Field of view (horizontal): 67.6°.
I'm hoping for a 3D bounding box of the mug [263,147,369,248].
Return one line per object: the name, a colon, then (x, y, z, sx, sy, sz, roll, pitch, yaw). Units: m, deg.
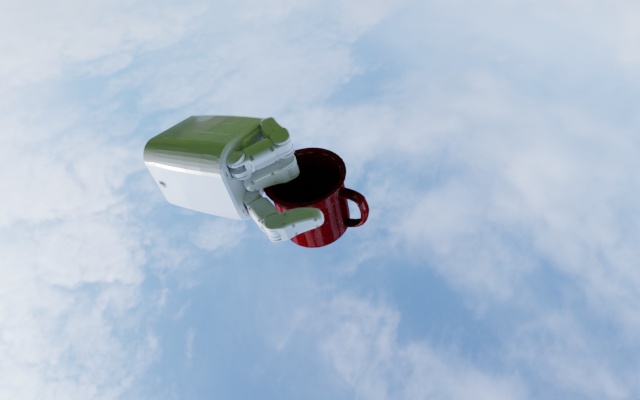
mug: (0.001, 0.002, 0.541, 0.117, 0.093, 0.082, 10, -40, 23)
